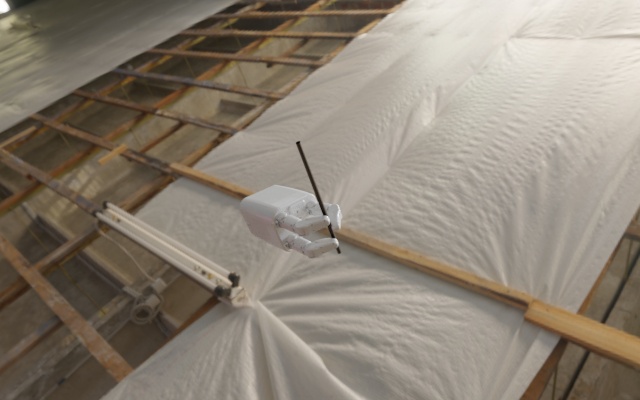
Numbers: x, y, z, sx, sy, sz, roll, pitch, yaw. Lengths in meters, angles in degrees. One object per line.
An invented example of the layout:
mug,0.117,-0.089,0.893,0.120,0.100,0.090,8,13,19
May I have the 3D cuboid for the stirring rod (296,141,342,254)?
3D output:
stirring rod,0.000,0.003,0.807,0.011,0.240,0.011,-14,36,10
